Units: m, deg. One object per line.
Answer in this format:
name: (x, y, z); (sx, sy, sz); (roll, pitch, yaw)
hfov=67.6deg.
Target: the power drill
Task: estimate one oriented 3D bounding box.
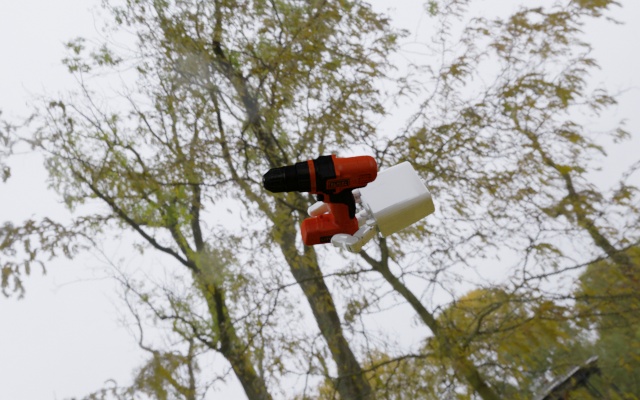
power drill: (0.000, 0.003, 0.809); (0.184, 0.057, 0.188); (-6, -37, -4)
